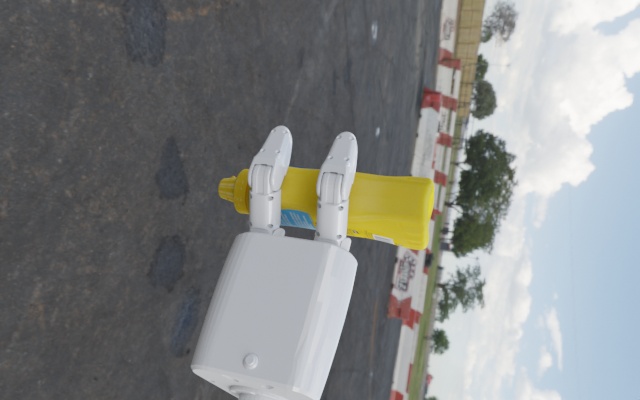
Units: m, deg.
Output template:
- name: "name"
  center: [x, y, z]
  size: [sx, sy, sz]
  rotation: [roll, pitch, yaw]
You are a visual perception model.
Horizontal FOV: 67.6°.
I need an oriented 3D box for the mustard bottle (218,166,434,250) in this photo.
- name: "mustard bottle"
  center: [0.000, 0.001, 0.420]
  size: [0.191, 0.058, 0.096]
  rotation: [7, -10, 15]
